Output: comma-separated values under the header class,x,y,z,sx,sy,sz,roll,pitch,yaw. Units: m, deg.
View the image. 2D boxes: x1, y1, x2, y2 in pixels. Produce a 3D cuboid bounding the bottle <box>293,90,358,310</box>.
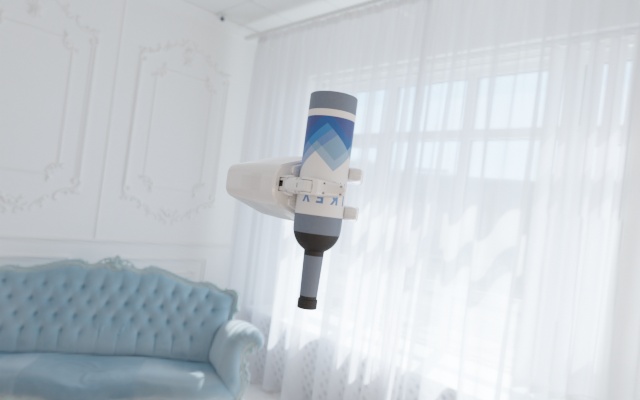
class,x,y,z,sx,sy,sz,roll,pitch,yaw
bottle,0.000,0.002,0.660,0.069,0.295,0.069,7,-1,0
